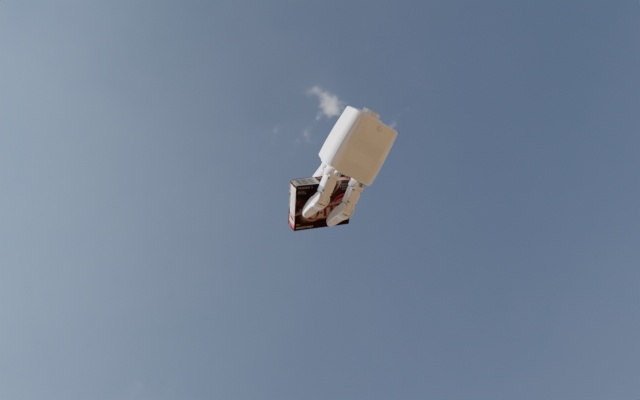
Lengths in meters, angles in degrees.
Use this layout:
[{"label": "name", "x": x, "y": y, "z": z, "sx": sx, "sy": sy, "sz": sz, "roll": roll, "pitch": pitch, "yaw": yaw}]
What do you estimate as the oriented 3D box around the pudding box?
[{"label": "pudding box", "x": 0.000, "y": 0.003, "z": 0.861, "sx": 0.113, "sy": 0.090, "sz": 0.039, "roll": -6, "pitch": 26, "yaw": -20}]
